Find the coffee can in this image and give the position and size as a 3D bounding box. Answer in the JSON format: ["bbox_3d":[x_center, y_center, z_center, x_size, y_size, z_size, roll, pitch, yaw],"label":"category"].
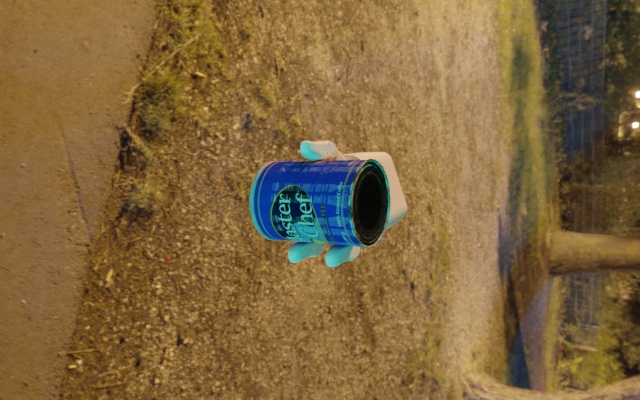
[{"bbox_3d":[0.000,0.002,0.580,0.140,0.103,0.103,2,1,32],"label":"coffee can"}]
